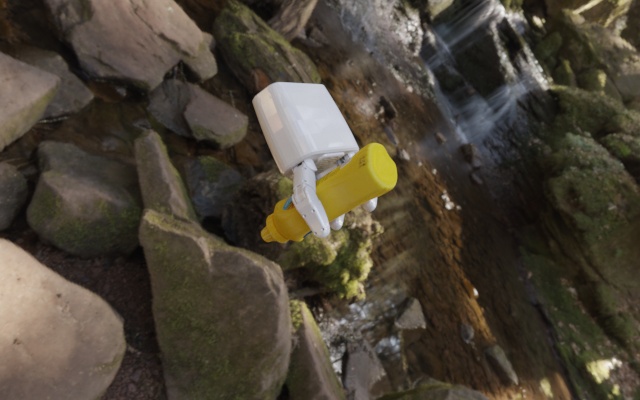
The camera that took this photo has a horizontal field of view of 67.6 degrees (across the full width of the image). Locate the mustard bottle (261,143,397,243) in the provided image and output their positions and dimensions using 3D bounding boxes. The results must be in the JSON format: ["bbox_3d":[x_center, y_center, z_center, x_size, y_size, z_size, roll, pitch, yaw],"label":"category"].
[{"bbox_3d":[0.000,0.002,0.593,0.192,0.058,0.096,-31,10,25],"label":"mustard bottle"}]
